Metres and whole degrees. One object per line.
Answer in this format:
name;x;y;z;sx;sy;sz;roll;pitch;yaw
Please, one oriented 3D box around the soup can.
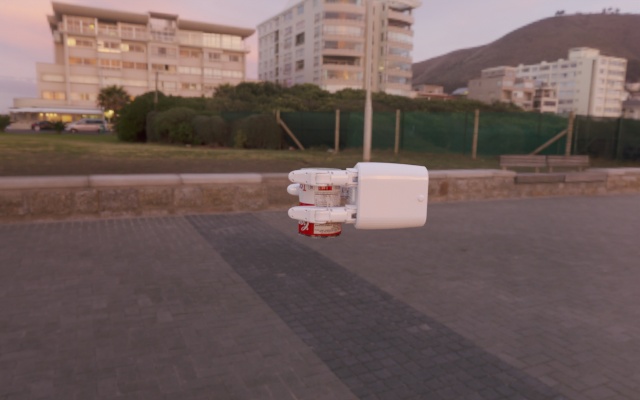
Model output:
soup can;0.000;0.002;0.744;0.068;0.102;0.068;1;8;0
